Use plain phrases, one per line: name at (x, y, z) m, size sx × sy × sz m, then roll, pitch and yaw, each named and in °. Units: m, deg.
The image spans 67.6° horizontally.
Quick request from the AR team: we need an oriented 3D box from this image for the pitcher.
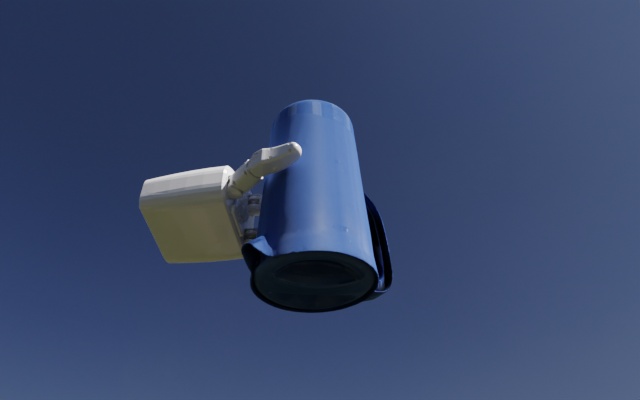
pitcher at (0.000, 0.002, 0.567) m, size 0.145 × 0.242 × 0.149 m, roll -8°, pitch -39°, yaw 9°
